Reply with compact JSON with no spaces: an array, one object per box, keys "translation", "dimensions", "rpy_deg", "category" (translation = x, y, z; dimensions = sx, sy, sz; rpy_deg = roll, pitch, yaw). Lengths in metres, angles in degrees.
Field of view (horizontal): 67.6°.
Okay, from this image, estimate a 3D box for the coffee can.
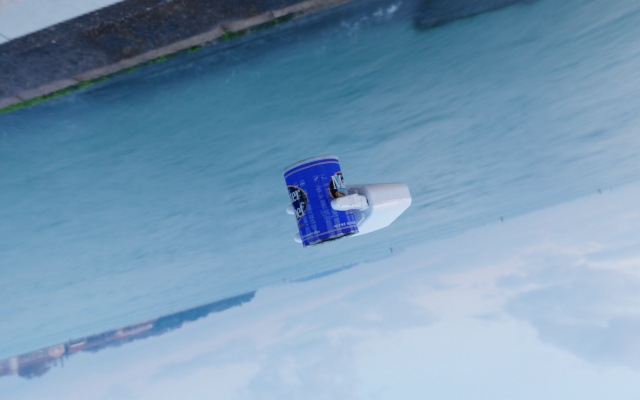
[{"translation":[0.000,0.003,0.840],"dimensions":[0.103,0.140,0.103],"rpy_deg":[-15,-8,-2],"category":"coffee can"}]
